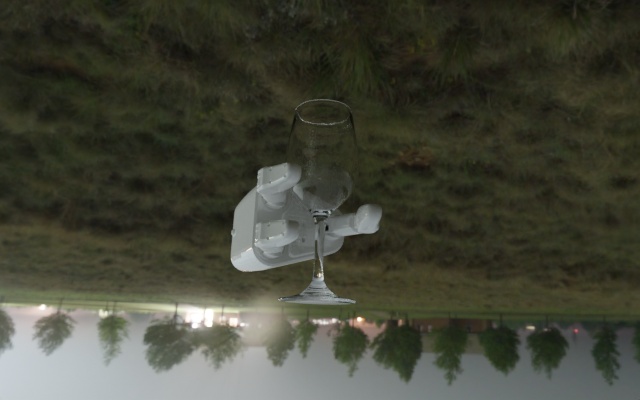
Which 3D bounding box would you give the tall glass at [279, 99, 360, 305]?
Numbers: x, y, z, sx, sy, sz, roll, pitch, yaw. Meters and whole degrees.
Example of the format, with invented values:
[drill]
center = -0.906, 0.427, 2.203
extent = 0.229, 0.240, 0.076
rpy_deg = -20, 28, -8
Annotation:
[tall glass]
center = 0.000, 0.002, 0.485
extent = 0.079, 0.201, 0.079
rpy_deg = 2, -15, 1
